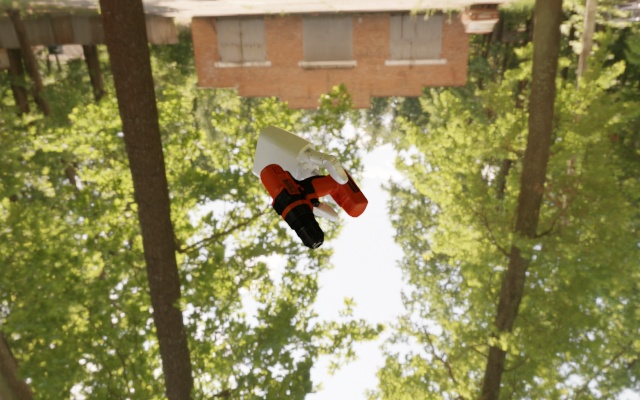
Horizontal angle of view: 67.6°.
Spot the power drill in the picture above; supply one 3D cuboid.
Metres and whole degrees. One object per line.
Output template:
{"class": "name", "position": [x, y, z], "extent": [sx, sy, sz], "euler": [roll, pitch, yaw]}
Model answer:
{"class": "power drill", "position": [0.000, 0.003, 0.879], "extent": [0.187, 0.184, 0.057], "euler": [-6, -38, -44]}
